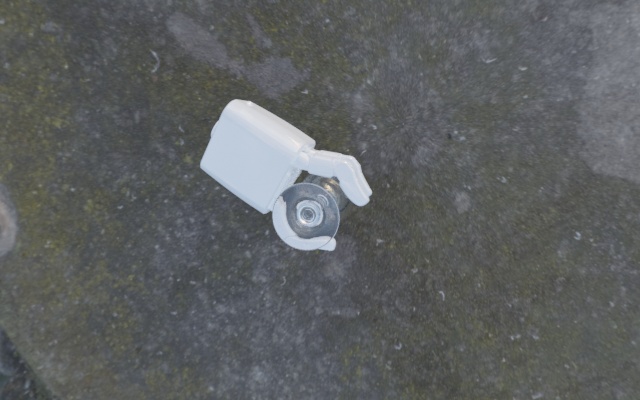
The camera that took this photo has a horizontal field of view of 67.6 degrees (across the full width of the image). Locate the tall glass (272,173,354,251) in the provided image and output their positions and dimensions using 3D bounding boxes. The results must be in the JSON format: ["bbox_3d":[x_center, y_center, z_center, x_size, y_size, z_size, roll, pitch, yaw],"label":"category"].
[{"bbox_3d":[0.000,0.002,0.608,0.079,0.079,0.201,0,9,10],"label":"tall glass"}]
